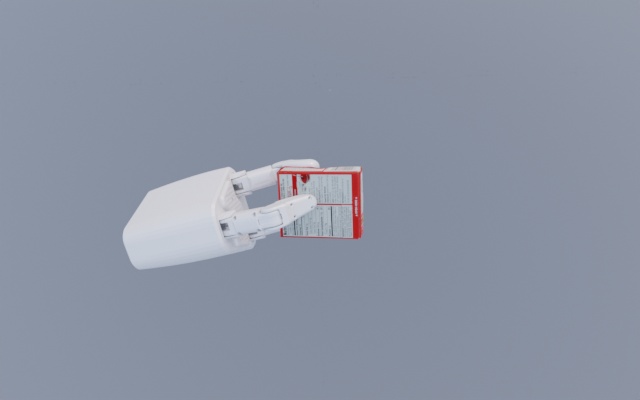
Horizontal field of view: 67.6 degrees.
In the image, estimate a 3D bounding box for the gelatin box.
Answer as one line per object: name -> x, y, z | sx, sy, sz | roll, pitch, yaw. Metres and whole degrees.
gelatin box -> 0.000, 0.002, 0.506 | 0.089, 0.073, 0.030 | 1, 16, 12
